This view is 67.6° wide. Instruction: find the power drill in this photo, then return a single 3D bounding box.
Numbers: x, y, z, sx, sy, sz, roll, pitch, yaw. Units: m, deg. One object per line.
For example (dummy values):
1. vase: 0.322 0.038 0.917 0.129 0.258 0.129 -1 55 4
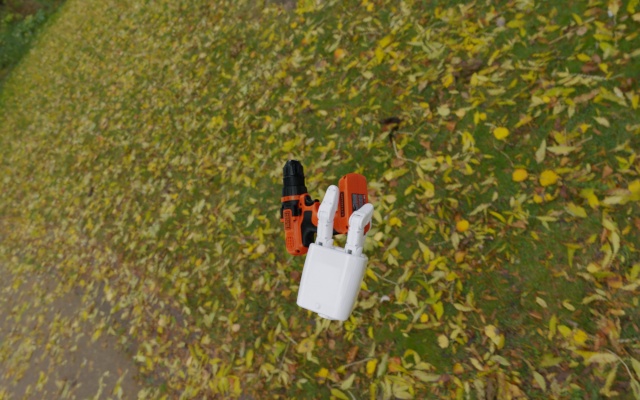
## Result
1. power drill: 0.000 0.003 0.863 0.057 0.184 0.187 0 -8 -43
